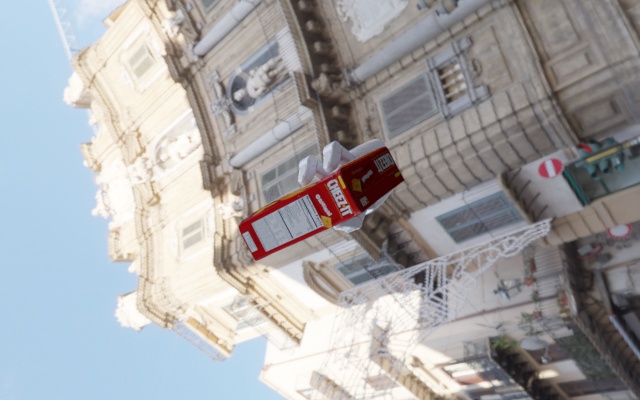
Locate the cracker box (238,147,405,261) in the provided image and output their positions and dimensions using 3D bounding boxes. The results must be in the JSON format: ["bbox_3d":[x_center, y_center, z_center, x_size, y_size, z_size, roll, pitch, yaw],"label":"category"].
[{"bbox_3d":[0.000,0.003,0.738,0.214,0.072,0.164,-27,3,35],"label":"cracker box"}]
